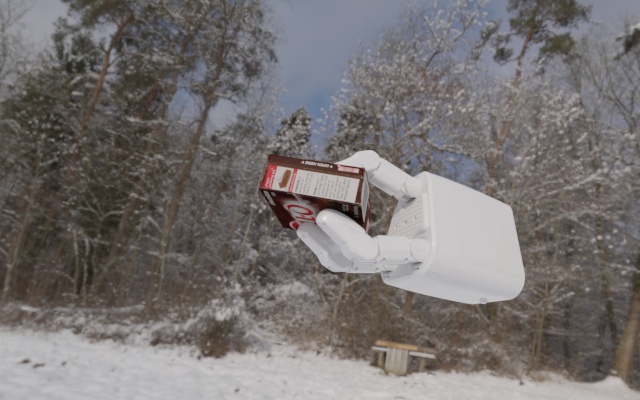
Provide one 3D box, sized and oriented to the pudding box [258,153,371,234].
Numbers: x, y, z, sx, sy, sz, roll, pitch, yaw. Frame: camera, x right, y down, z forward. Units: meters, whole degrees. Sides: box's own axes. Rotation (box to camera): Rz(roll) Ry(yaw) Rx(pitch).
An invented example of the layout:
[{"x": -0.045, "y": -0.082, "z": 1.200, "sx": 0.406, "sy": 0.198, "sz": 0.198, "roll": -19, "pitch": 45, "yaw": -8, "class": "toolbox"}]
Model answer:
[{"x": 0.000, "y": 0.001, "z": 0.448, "sx": 0.090, "sy": 0.039, "sz": 0.113, "roll": 9, "pitch": -22, "yaw": 11, "class": "pudding box"}]
